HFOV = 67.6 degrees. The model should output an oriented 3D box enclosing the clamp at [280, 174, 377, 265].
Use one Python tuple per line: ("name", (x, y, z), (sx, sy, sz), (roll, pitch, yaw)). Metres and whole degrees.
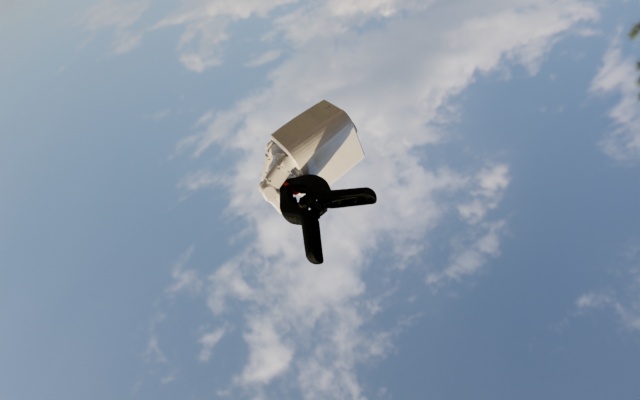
("clamp", (0.000, 0.003, 0.655), (0.120, 0.039, 0.171), (-38, 40, -3))
